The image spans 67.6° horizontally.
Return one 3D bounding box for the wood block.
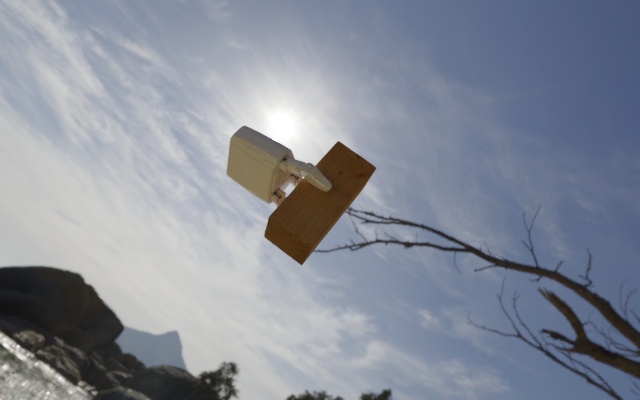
[{"bbox_3d":[0.000,0.002,0.862,0.090,0.206,0.091,37,-29,7],"label":"wood block"}]
